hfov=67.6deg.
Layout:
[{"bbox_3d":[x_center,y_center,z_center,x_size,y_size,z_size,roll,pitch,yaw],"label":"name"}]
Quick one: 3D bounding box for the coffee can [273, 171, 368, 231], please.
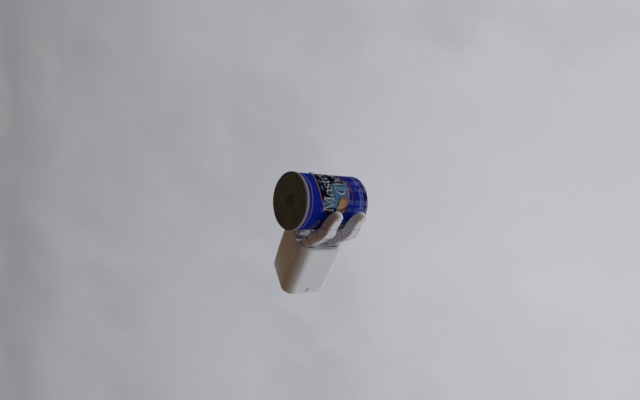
[{"bbox_3d":[0.000,0.003,0.863,0.140,0.103,0.103,2,-2,-38],"label":"coffee can"}]
